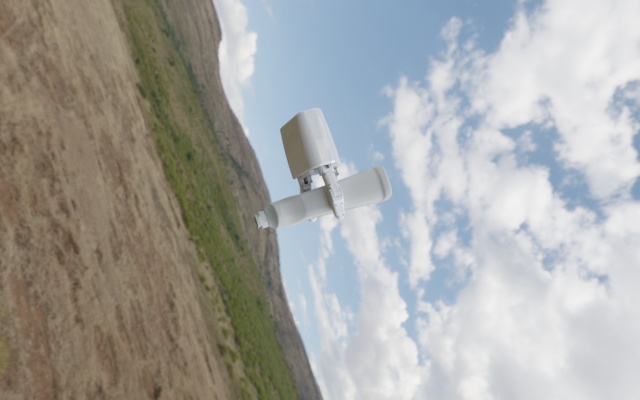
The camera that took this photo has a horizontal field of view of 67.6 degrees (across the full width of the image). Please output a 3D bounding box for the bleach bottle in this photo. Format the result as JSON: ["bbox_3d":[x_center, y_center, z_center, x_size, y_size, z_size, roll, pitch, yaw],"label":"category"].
[{"bbox_3d":[0.000,0.003,0.898,0.251,0.068,0.102,-17,-5,-13],"label":"bleach bottle"}]
